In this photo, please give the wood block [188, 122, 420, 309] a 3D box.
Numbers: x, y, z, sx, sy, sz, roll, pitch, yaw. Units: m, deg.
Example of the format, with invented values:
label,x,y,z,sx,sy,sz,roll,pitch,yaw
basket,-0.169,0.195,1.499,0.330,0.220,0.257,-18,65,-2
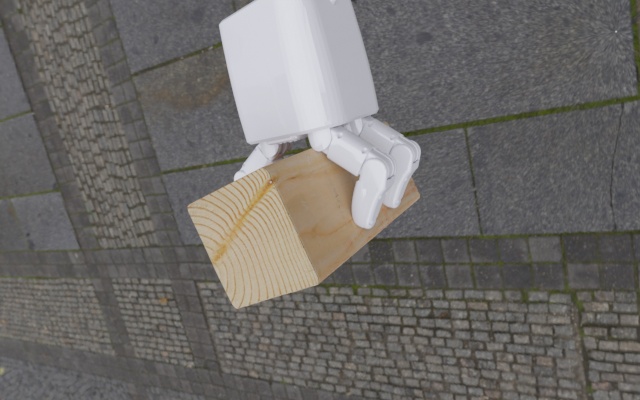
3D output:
label,x,y,z,sx,sy,sz,roll,pitch,yaw
wood block,0.000,0.001,0.424,0.091,0.090,0.206,-22,4,35
